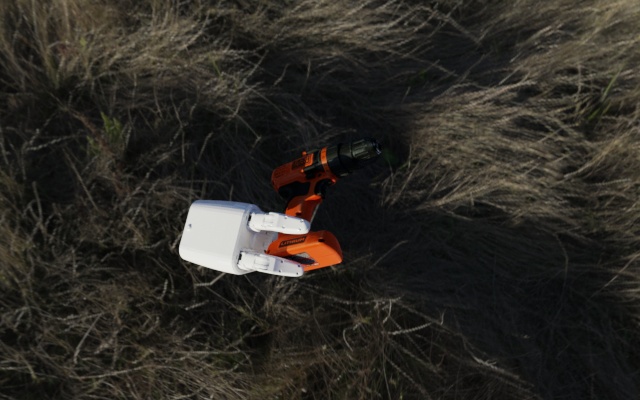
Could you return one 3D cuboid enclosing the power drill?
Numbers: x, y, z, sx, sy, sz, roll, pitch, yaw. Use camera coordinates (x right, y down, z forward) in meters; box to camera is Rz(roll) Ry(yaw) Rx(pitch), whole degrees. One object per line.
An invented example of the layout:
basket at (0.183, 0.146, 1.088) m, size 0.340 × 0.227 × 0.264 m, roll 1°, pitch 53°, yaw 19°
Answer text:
power drill at (0.000, 0.003, 0.674) m, size 0.184 × 0.187 × 0.057 m, roll -19°, pitch -45°, yaw 31°
